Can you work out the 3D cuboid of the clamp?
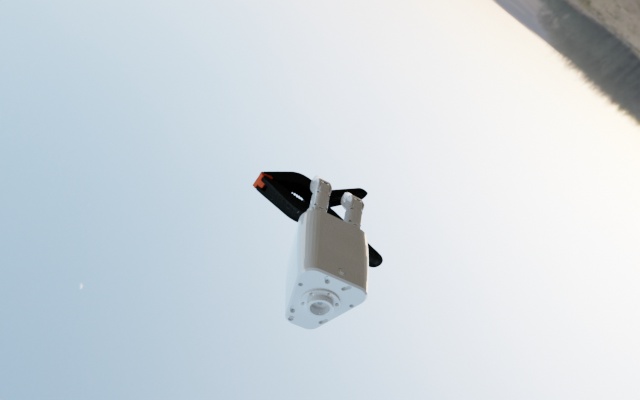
[{"bbox_3d":[-0.001,0.003,0.718,0.210,0.036,0.164,27,33,-17],"label":"clamp"}]
